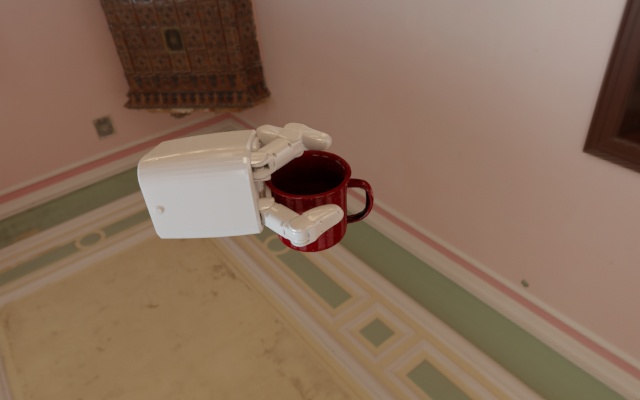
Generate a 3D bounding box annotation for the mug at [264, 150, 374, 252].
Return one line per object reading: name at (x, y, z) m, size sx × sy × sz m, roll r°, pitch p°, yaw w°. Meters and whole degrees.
mug at (0.002, 0.002, 0.528) m, size 0.117 × 0.082 × 0.093 m, roll -3°, pitch 36°, yaw 1°
